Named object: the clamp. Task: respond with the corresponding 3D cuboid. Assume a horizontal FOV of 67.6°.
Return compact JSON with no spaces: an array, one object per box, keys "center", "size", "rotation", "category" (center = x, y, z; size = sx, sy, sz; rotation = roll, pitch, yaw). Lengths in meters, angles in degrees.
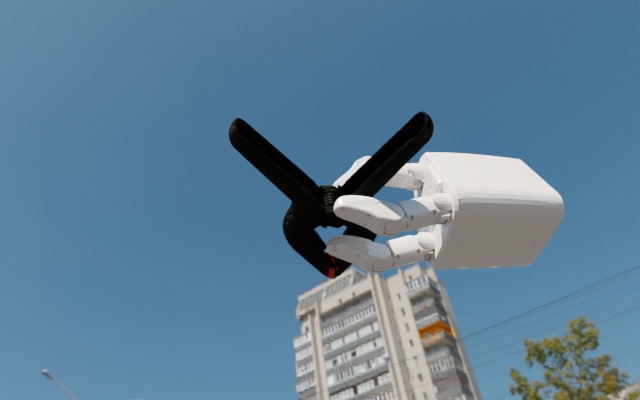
[{"center":[0.000,0.001,0.447],"size":[0.164,0.036,0.210],"rotation":[3,-44,-5],"category":"clamp"}]
